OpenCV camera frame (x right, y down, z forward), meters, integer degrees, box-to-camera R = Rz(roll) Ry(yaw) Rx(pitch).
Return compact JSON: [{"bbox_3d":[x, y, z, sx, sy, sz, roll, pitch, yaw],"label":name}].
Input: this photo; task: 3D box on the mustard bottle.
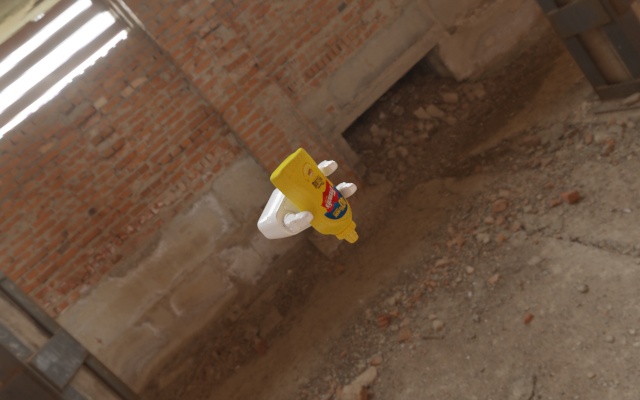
[{"bbox_3d":[0.000,0.002,0.855,0.058,0.192,0.096,-33,14,36],"label":"mustard bottle"}]
